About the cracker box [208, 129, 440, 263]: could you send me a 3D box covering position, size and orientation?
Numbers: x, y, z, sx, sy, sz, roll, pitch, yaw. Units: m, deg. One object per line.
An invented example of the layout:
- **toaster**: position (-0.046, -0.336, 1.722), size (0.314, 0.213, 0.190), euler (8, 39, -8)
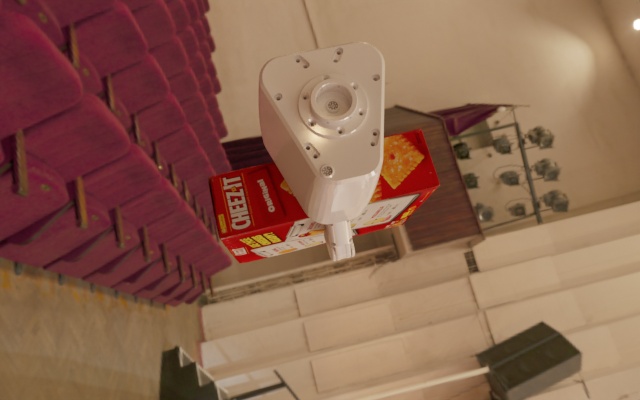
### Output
- **cracker box**: position (0.000, 0.002, 0.524), size (0.213, 0.072, 0.164), euler (-13, -15, -6)
